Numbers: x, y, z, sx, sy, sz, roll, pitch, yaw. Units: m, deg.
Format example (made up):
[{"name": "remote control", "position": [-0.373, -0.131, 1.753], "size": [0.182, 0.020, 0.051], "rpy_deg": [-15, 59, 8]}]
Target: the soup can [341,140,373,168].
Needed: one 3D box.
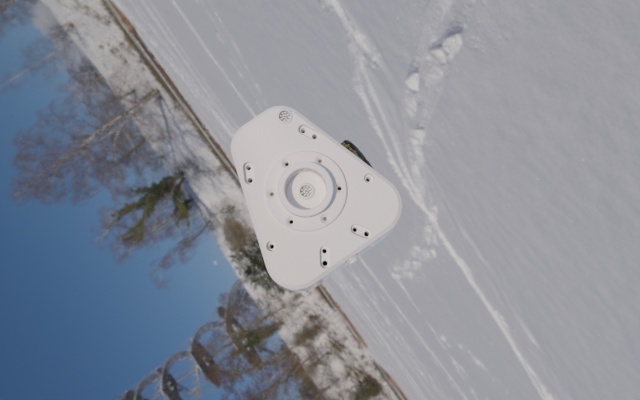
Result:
[{"name": "soup can", "position": [0.000, 0.002, 0.434], "size": [0.102, 0.068, 0.068], "rpy_deg": [-35, 3, -4]}]
